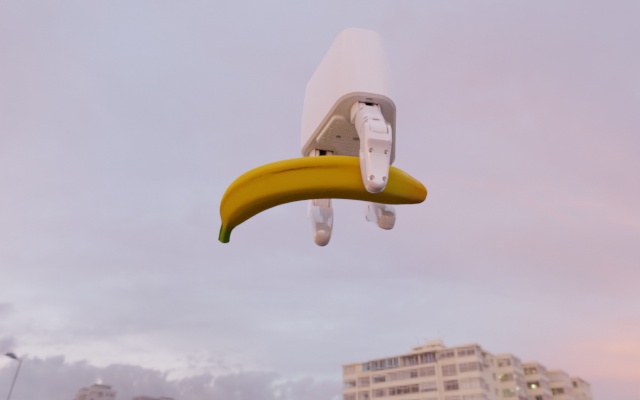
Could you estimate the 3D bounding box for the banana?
[{"bbox_3d":[-0.008,-0.009,0.420,0.198,0.037,0.070,-11,-40,10],"label":"banana"}]
